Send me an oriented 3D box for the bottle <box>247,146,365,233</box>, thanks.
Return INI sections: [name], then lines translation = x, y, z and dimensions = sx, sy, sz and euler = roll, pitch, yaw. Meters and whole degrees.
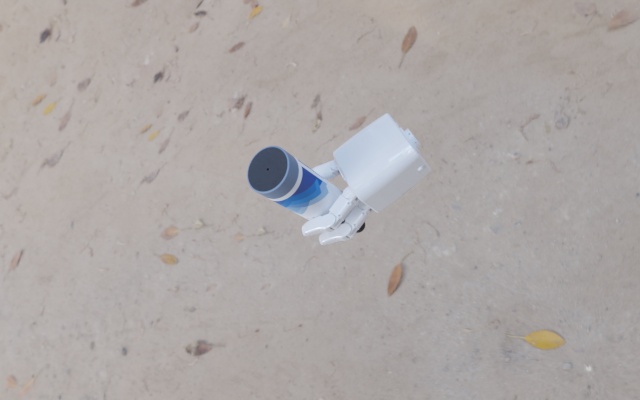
[bottle]
translation = 0.000, 0.002, 0.742
dimensions = 0.069, 0.069, 0.296
euler = 0, -17, 29
